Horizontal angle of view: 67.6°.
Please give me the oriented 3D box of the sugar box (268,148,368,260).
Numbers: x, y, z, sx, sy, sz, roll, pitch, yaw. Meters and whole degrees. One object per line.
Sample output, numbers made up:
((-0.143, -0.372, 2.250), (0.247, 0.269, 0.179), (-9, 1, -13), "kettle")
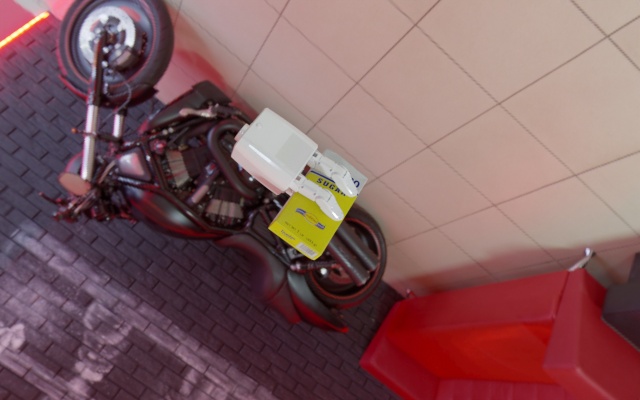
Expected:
((0.000, 0.002, 0.799), (0.093, 0.176, 0.048), (37, -29, -7), "sugar box")
